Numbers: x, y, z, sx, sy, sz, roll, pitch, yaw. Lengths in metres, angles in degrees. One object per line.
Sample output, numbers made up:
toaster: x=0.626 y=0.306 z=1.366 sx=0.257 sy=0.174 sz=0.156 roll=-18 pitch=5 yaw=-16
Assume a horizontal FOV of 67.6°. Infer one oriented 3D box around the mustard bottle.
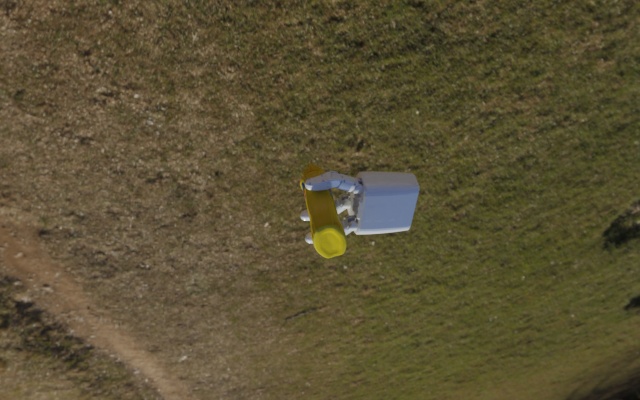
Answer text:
mustard bottle: x=0.000 y=0.003 z=0.869 sx=0.058 sy=0.191 sz=0.096 roll=-17 pitch=-40 yaw=4
